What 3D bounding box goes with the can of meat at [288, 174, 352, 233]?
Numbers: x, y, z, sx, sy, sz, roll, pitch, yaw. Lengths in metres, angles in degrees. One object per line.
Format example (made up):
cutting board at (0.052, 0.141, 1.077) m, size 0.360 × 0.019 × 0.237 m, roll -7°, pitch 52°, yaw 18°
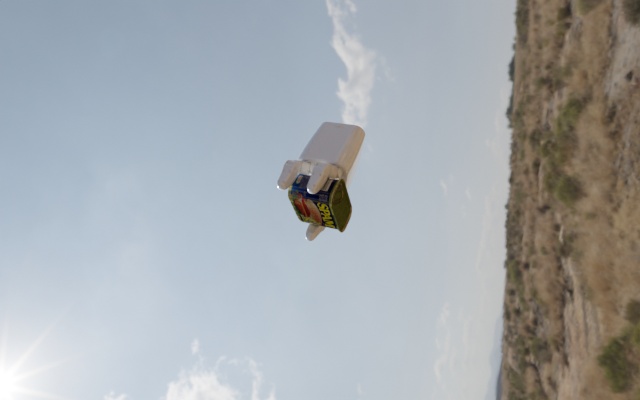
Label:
can of meat at (0.000, 0.003, 0.822) m, size 0.084 × 0.057 × 0.102 m, roll 11°, pitch -34°, yaw 24°
